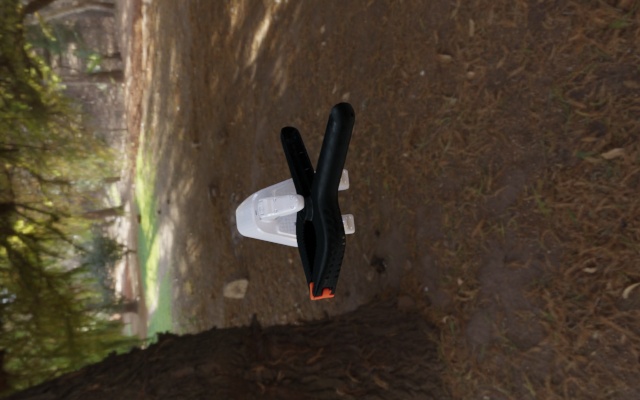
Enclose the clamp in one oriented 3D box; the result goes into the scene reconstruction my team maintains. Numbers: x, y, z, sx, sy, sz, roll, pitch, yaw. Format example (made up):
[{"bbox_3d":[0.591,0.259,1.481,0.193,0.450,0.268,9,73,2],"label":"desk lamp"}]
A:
[{"bbox_3d":[-0.001,0.002,0.520,0.036,0.210,0.164,-4,-6,-23],"label":"clamp"}]
